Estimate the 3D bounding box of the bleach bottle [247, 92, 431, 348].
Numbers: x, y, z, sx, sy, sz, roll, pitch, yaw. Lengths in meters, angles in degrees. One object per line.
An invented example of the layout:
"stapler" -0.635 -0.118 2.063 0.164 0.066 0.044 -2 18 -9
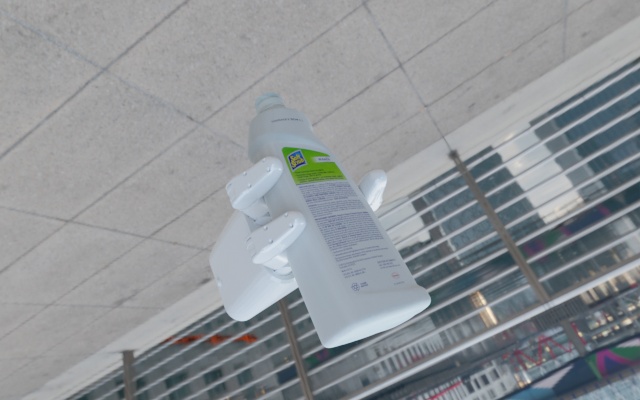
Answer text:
"bleach bottle" 0.000 0.001 0.448 0.102 0.250 0.068 -5 -31 -38
